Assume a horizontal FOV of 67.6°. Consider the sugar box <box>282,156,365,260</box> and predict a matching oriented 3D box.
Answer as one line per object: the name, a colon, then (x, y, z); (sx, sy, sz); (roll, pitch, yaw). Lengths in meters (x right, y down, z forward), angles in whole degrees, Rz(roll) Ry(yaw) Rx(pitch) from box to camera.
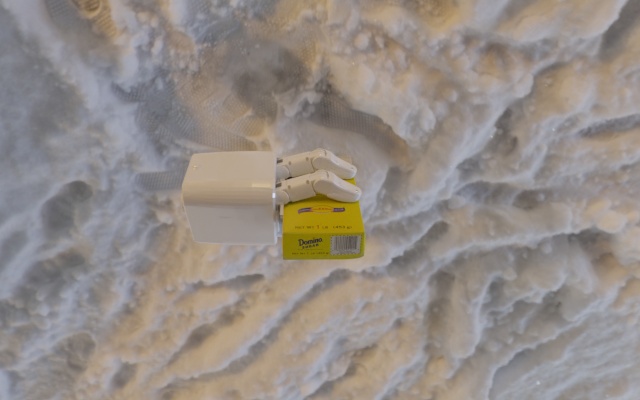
sugar box: (0.000, 0.002, 0.597); (0.093, 0.048, 0.176); (0, 36, -4)
